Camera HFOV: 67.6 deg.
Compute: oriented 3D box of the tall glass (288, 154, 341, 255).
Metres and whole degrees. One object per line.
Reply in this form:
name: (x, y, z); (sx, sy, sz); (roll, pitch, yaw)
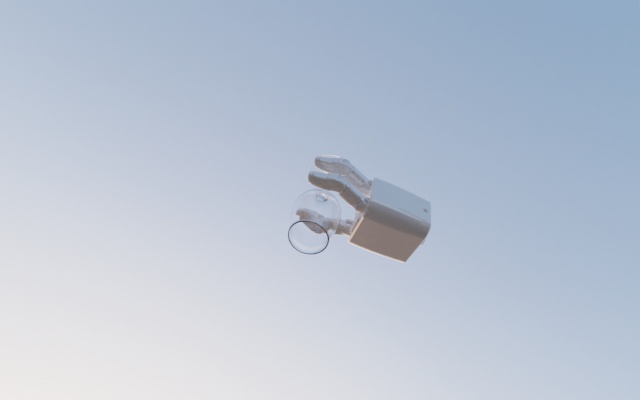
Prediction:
tall glass: (0.000, 0.002, 0.776); (0.079, 0.079, 0.201); (0, 32, 13)
